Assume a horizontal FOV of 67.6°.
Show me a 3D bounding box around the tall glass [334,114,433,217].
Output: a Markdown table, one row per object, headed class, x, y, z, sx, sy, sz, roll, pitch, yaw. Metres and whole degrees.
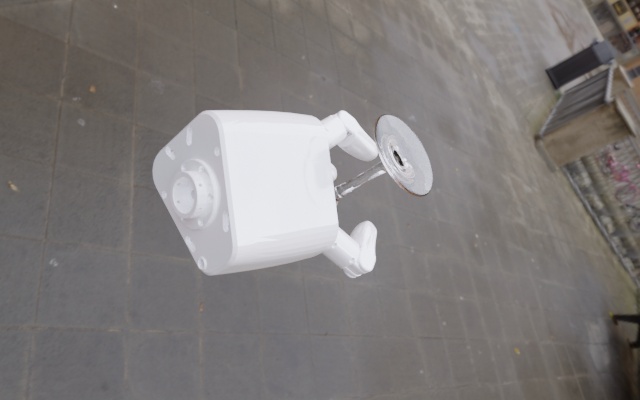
| class | x | y | z | sx | sy | sz | roll | pitch | yaw |
| --- | --- | --- | --- | --- | --- | --- | --- | --- | --- |
| tall glass | 0.001 | 0.001 | 0.447 | 0.201 | 0.079 | 0.079 | -30 | -19 | 38 |
